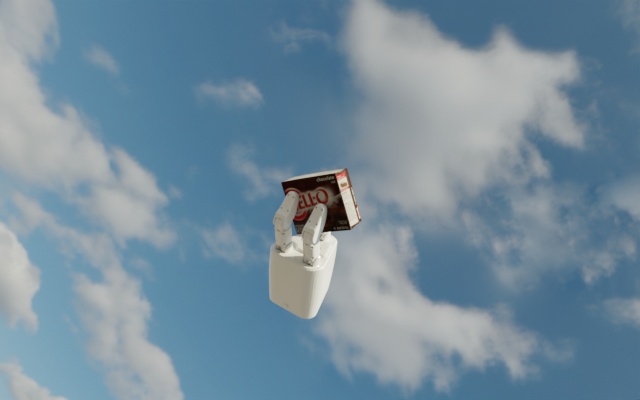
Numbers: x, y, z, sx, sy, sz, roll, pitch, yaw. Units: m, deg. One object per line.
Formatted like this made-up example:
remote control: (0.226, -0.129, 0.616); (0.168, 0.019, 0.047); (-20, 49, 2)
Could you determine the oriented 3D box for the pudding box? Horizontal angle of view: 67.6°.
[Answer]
pudding box: (0.000, 0.002, 0.741); (0.113, 0.090, 0.039); (-9, 14, 37)
